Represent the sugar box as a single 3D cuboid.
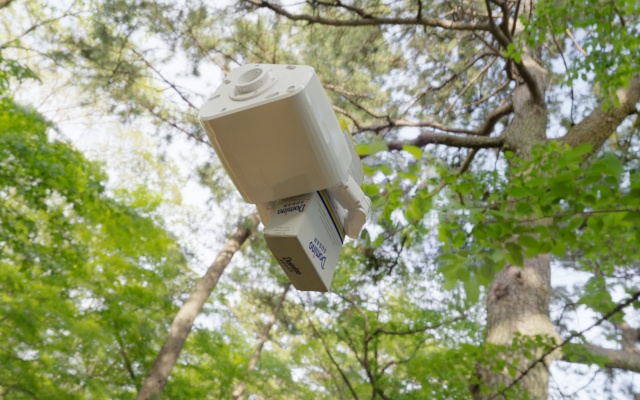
[{"bbox_3d":[0.000,0.002,0.524,0.048,0.176,0.093,0,-45,28],"label":"sugar box"}]
